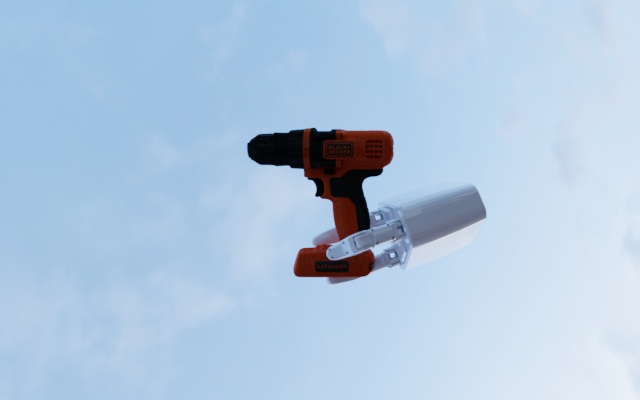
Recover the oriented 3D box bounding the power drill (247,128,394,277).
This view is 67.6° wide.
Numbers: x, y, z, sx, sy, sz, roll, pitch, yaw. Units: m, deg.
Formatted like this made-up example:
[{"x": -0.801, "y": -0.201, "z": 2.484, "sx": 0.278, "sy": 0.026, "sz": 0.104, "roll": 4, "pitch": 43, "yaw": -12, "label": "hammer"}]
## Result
[{"x": 0.000, "y": 0.002, "z": 0.608, "sx": 0.184, "sy": 0.188, "sz": 0.057, "roll": 0, "pitch": 10, "yaw": 7, "label": "power drill"}]
